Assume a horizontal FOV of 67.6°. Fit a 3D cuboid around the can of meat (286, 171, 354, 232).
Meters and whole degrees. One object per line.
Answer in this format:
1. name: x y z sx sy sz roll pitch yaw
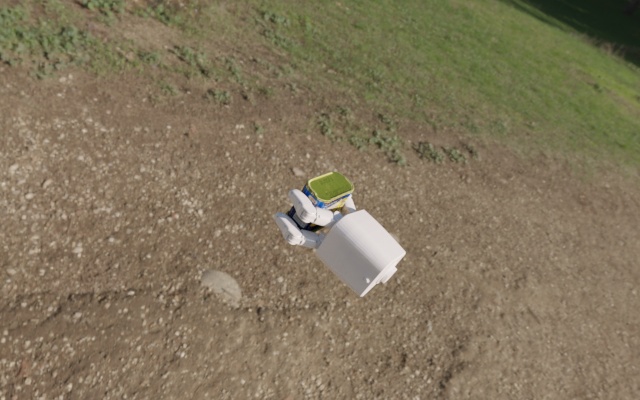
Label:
1. can of meat: 0.000 0.002 0.812 0.102 0.057 0.084 -24 -26 -49
